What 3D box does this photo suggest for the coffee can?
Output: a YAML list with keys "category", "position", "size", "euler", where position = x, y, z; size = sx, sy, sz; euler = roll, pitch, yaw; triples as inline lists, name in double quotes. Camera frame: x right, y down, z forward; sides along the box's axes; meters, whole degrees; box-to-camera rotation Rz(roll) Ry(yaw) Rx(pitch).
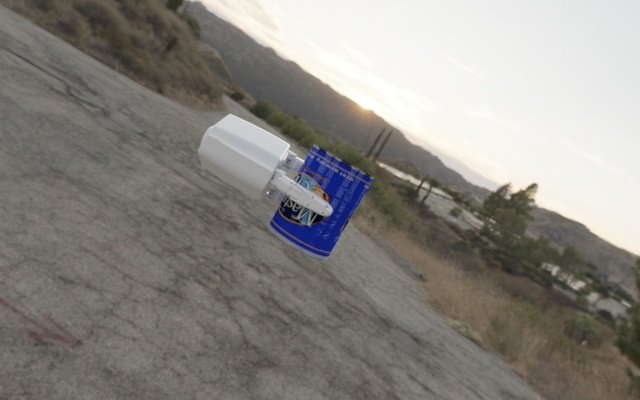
- category: "coffee can"
  position: [0.000, 0.003, 0.701]
  size: [0.103, 0.140, 0.103]
  euler: [29, 5, -3]
